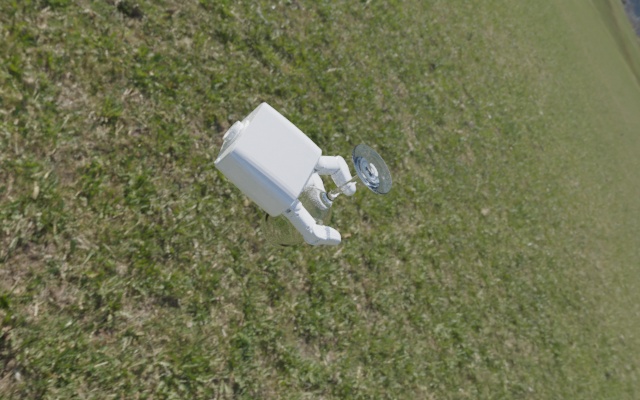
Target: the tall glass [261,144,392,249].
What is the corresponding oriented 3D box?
[{"bbox_3d":[0.001,0.002,0.676,0.201,0.079,0.079,-33,-21,36],"label":"tall glass"}]
